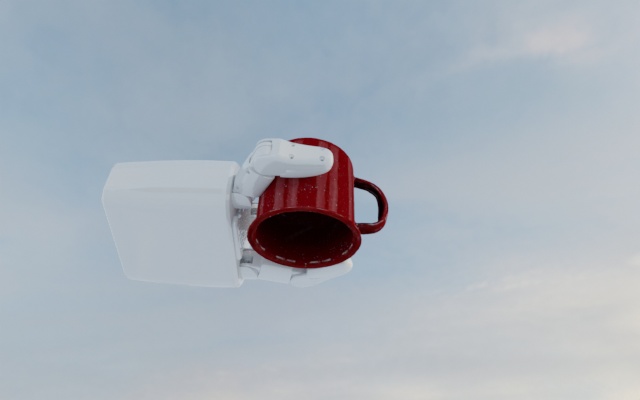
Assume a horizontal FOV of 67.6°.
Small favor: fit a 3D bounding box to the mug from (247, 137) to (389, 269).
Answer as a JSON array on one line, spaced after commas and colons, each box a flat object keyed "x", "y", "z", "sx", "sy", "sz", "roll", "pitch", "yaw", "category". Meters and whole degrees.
[{"x": 0.002, "y": 0.001, "z": 0.411, "sx": 0.117, "sy": 0.081, "sz": 0.093, "roll": 2, "pitch": -37, "yaw": 0, "category": "mug"}]
